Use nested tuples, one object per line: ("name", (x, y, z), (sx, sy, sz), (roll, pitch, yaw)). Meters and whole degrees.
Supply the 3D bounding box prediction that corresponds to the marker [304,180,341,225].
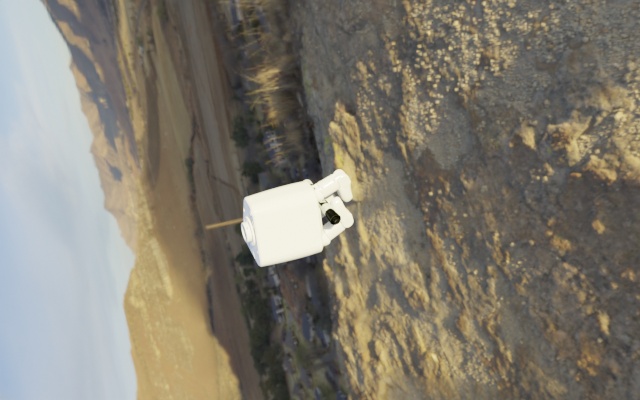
("marker", (0.000, 0.002, 0.767), (0.020, 0.020, 0.121), (0, 30, -29))
